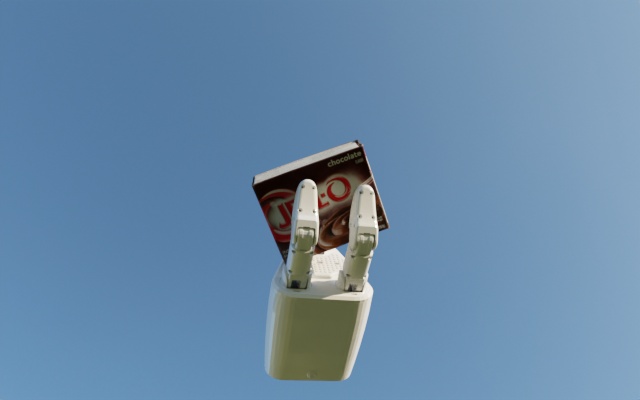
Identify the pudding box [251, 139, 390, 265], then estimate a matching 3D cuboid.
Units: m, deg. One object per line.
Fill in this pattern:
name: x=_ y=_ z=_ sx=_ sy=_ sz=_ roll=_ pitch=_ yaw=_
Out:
pudding box: x=0.000 y=0.002 z=0.470 sx=0.113 sy=0.090 sz=0.039 roll=-21 pitch=21 yaw=0
